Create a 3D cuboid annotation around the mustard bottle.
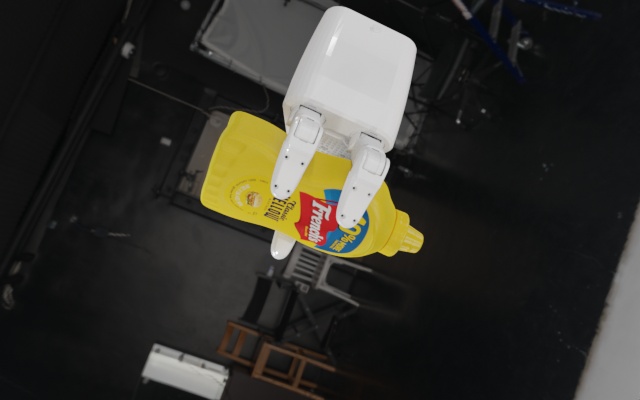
[{"bbox_3d":[0.000,0.002,0.408,0.191,0.058,0.096,23,-46,-9],"label":"mustard bottle"}]
